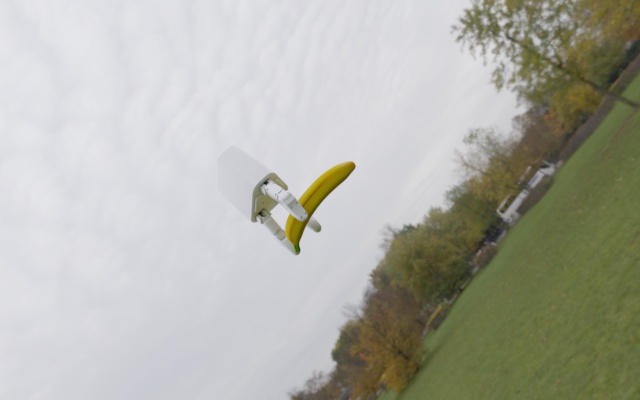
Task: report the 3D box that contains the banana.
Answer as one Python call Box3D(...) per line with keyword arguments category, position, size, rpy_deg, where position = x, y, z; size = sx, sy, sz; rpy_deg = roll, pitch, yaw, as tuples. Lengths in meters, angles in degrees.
Box3D(category="banana", position=(-0.009, 0.001, 0.861), size=(0.037, 0.198, 0.070), rpy_deg=(37, 3, 27))
